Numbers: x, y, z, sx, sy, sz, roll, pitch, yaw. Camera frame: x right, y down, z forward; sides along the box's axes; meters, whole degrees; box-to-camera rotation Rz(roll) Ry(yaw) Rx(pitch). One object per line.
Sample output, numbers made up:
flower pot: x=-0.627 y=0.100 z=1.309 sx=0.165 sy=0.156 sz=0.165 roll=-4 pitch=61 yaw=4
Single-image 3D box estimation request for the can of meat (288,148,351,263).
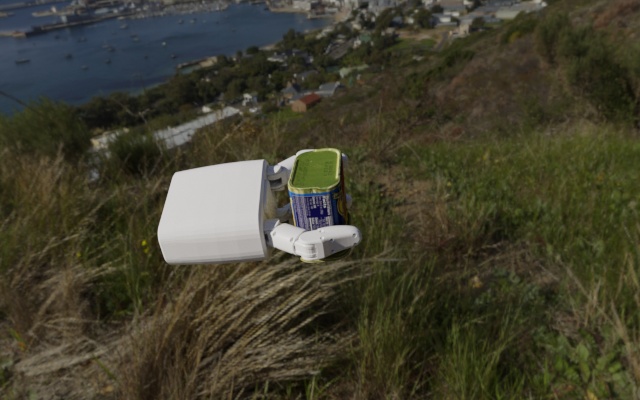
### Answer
can of meat: x=0.000 y=0.001 z=0.506 sx=0.057 sy=0.084 sz=0.102 roll=-5 pitch=29 yaw=6
